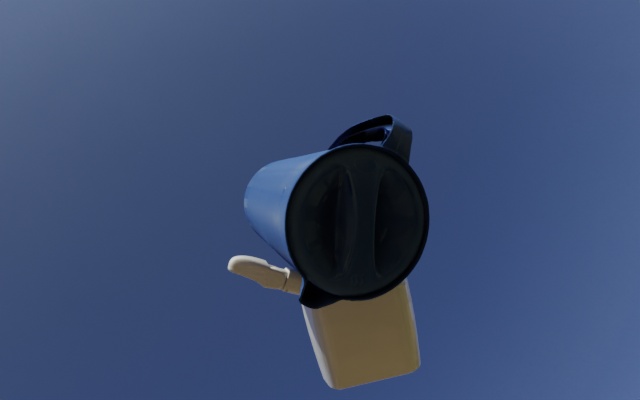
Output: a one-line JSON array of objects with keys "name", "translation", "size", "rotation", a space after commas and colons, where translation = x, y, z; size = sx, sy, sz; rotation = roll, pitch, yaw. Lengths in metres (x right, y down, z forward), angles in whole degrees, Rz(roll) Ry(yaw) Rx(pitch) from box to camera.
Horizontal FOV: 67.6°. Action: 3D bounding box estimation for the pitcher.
[{"name": "pitcher", "translation": [0.000, 0.002, 0.504], "size": [0.149, 0.145, 0.243], "rotation": [-18, 11, -18]}]
